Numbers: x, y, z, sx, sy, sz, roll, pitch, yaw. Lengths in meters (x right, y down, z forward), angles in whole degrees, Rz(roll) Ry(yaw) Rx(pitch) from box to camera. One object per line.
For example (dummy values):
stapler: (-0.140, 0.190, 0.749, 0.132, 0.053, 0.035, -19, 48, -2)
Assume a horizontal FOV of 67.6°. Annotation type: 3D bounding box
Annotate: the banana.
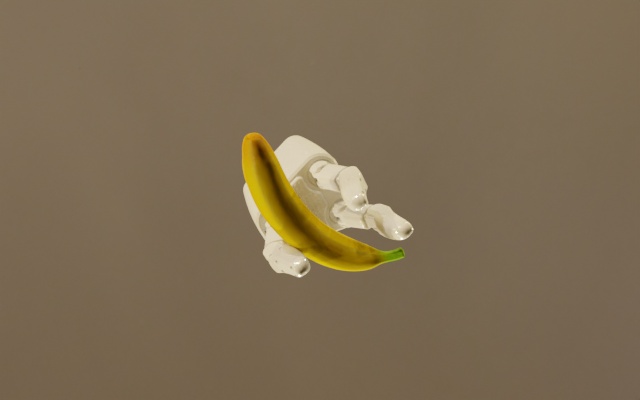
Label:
banana: (-0.010, 0.017, 0.452, 0.198, 0.069, 0.037, 37, 14, -25)
